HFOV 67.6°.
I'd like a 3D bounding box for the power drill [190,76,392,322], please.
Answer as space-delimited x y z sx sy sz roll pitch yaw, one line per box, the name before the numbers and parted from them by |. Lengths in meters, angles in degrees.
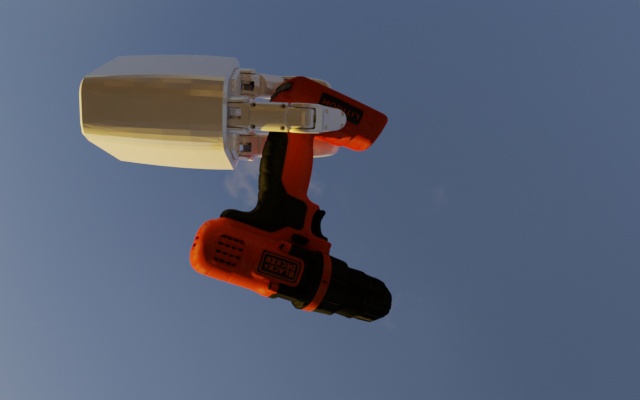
power drill | 0.000 0.001 0.421 0.184 0.187 0.057 22 -16 -21
